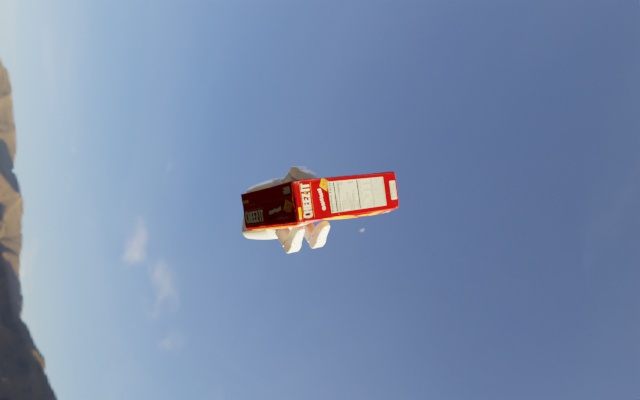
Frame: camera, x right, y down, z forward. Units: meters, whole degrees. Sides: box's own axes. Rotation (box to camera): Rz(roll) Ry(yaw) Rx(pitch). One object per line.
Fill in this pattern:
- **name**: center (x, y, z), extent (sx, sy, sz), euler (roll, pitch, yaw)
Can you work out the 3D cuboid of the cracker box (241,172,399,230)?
- **cracker box**: center (0.000, 0.002, 0.809), extent (0.213, 0.072, 0.164), euler (-7, -2, -37)
